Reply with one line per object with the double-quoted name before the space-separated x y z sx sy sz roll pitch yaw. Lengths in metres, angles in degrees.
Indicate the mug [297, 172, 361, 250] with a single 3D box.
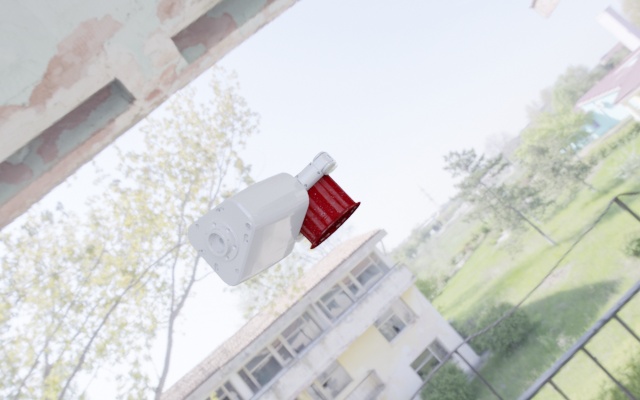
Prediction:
"mug" 0.001 0.002 0.656 0.093 0.081 0.117 -50 -12 34
